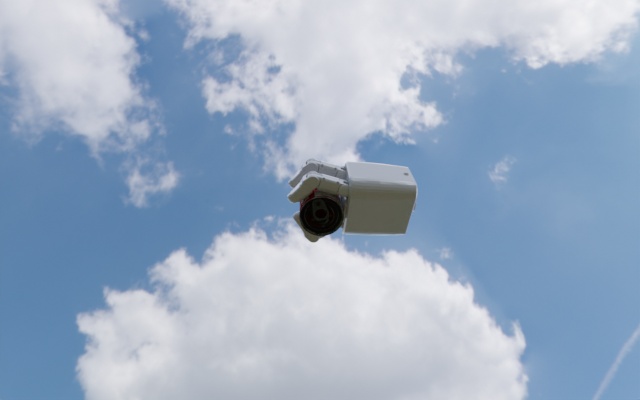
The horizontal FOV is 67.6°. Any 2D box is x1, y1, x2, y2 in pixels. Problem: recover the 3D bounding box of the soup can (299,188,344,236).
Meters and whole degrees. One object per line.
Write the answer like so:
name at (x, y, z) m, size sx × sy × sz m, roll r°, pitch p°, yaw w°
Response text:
soup can at (0.000, 0.002, 0.770) m, size 0.068 × 0.068 × 0.102 m, roll 0°, pitch 27°, yaw -2°
